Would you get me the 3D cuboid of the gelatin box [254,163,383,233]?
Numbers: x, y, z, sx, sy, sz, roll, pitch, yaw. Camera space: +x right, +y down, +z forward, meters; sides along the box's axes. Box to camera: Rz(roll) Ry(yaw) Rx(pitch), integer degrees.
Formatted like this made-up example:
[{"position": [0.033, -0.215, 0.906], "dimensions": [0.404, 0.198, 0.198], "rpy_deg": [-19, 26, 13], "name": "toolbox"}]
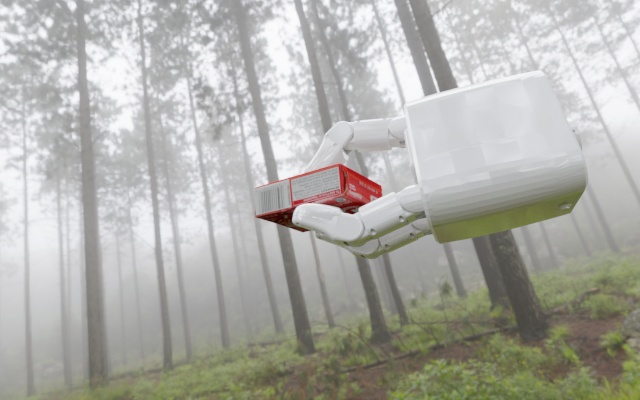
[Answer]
[{"position": [0.000, 0.001, 0.409], "dimensions": [0.089, 0.030, 0.073], "rpy_deg": [-14, -20, 28], "name": "gelatin box"}]
